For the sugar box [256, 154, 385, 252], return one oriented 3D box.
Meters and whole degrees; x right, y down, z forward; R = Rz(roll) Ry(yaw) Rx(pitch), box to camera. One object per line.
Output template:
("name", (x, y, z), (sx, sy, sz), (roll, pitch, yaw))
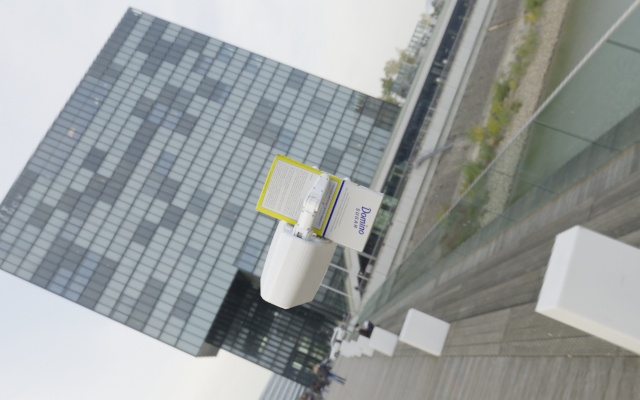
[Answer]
("sugar box", (0.000, 0.002, 0.729), (0.176, 0.093, 0.048), (22, 7, 6))
